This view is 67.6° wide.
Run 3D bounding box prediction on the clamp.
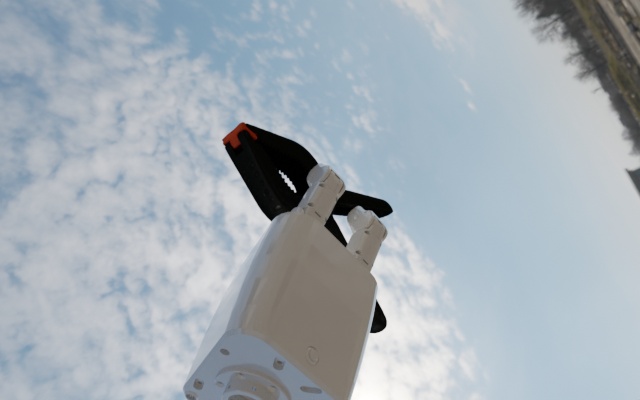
[{"bbox_3d":[-0.001,0.002,0.447,0.036,0.210,0.164,-33,21,32],"label":"clamp"}]
